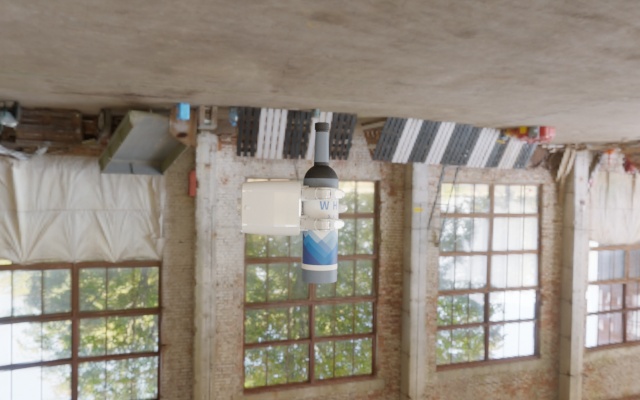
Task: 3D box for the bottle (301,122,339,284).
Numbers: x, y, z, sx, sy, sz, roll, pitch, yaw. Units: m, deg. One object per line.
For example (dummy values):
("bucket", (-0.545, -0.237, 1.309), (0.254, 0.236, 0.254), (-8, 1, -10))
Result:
("bottle", (0.000, 0.003, 0.892), (0.069, 0.295, 0.069), (1, 1, 0))
